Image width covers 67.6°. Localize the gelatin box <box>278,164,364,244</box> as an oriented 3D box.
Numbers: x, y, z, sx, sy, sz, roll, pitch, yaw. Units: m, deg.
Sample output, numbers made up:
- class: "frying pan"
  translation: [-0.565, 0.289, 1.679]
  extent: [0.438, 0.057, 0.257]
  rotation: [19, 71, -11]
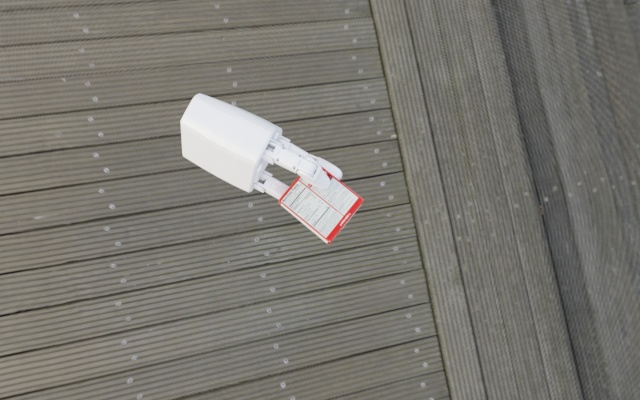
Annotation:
- class: "gelatin box"
  translation: [0.000, 0.002, 0.633]
  extent: [0.089, 0.073, 0.030]
  rotation: [39, -10, 5]
